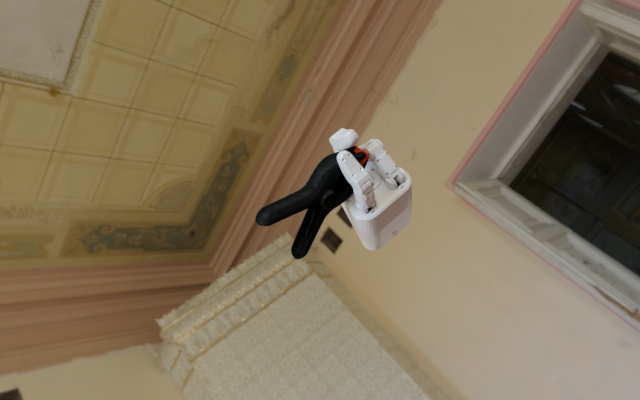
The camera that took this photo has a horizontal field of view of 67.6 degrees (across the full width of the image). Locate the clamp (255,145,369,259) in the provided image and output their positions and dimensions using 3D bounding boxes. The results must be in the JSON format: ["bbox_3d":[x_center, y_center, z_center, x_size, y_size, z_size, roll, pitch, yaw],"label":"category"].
[{"bbox_3d":[0.000,0.002,0.630,0.039,0.171,0.120,43,-14,31],"label":"clamp"}]
